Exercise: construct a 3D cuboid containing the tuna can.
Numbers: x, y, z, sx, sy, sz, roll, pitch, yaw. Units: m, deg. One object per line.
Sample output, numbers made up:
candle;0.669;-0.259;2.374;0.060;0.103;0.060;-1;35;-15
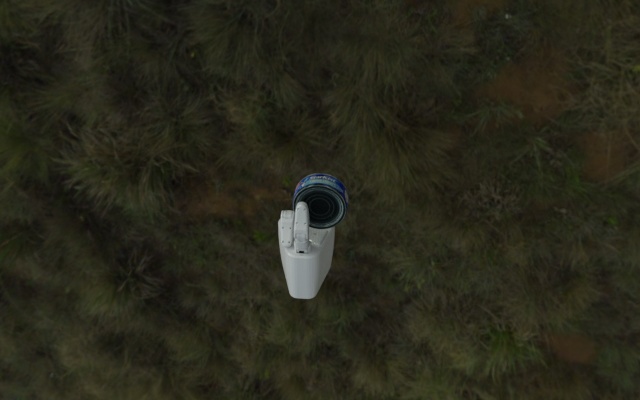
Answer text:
tuna can;0.000;0.003;0.740;0.086;0.086;0.033;0;34;8
